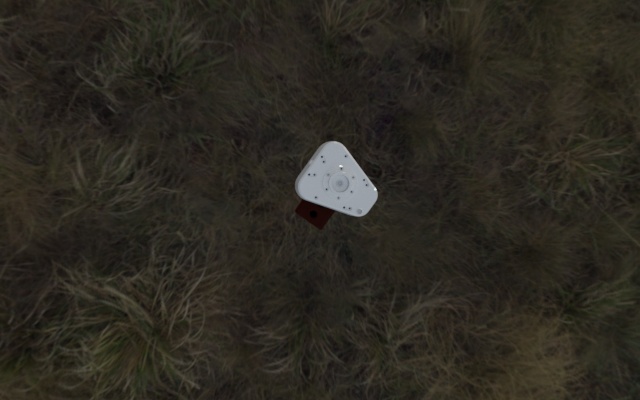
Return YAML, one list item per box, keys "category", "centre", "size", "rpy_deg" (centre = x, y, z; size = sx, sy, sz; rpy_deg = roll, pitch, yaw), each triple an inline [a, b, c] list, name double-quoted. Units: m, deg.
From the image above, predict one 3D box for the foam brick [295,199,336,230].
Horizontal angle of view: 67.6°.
- category: "foam brick"
  centre: [0.000, 0.003, 0.792]
  size: [0.053, 0.078, 0.051]
  rpy_deg: [36, 1, -5]
